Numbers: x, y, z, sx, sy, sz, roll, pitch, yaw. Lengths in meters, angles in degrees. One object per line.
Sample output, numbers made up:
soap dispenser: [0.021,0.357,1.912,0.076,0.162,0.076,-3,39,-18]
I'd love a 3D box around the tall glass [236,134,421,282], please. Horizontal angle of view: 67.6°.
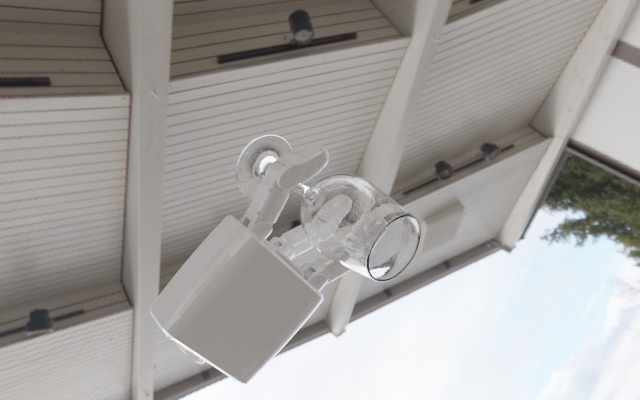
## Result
tall glass: [0.000,0.001,0.457,0.079,0.079,0.201,0,22,-42]
